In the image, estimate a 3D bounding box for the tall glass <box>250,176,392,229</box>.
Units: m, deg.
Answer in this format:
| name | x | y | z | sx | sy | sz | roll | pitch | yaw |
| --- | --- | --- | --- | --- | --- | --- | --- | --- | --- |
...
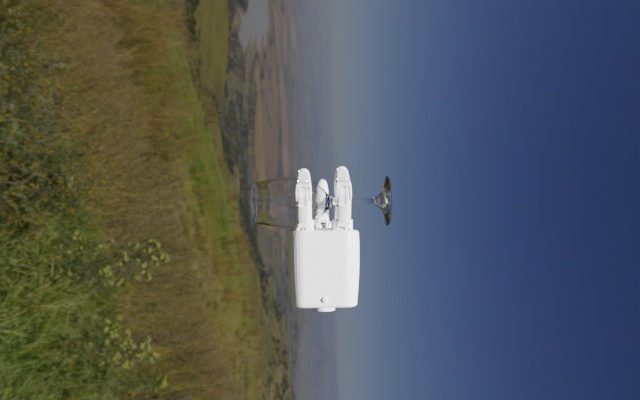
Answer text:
| name | x | y | z | sx | sy | sz | roll | pitch | yaw |
| --- | --- | --- | --- | --- | --- | --- | --- | --- | --- |
| tall glass | 0.001 | 0.002 | 0.707 | 0.201 | 0.079 | 0.079 | -1 | 0 | -1 |
